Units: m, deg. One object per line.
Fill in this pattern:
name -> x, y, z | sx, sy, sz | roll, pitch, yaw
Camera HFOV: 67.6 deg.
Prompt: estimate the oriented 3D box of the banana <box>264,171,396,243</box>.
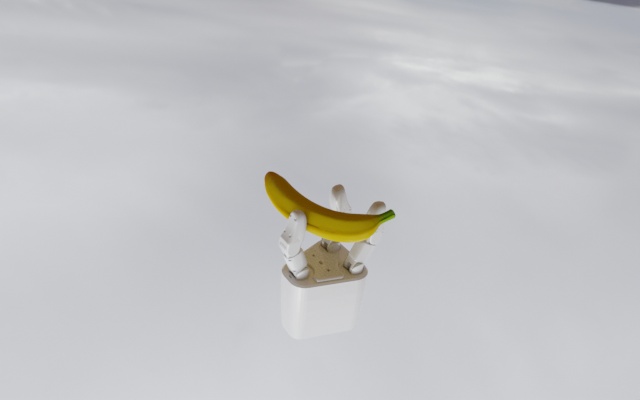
banana -> -0.007, 0.012, 0.623 | 0.198, 0.037, 0.069 | 20, 40, 24
